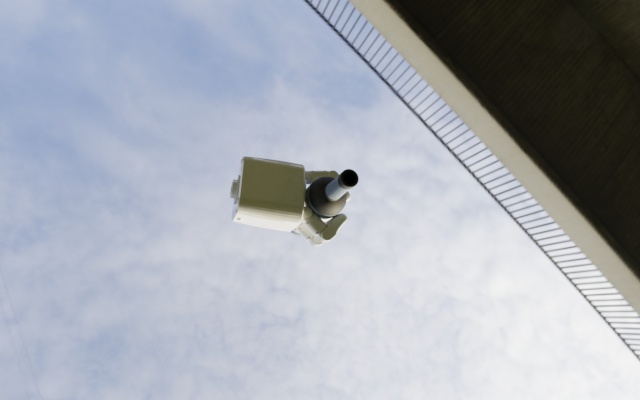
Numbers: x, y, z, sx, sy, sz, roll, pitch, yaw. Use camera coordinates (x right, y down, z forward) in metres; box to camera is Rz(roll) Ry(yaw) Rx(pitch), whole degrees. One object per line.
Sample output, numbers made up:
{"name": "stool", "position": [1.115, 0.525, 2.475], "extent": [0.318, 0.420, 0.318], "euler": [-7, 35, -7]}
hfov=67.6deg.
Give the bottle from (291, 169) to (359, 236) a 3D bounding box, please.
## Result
{"name": "bottle", "position": [0.000, 0.003, 0.814], "extent": [0.069, 0.069, 0.296], "euler": [0, -14, -17]}
